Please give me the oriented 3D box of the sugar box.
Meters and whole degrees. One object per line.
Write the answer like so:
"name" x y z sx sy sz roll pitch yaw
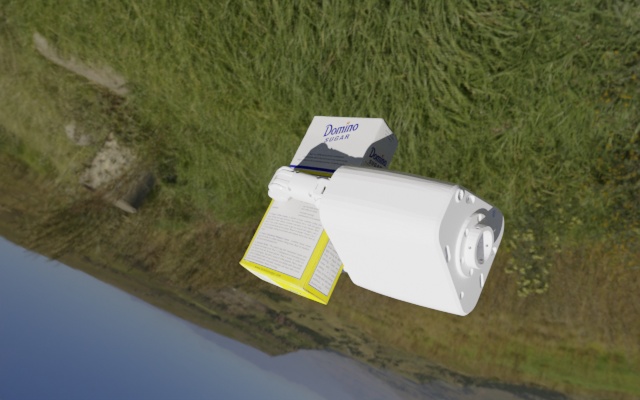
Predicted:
"sugar box" 0.000 0.002 0.464 0.093 0.176 0.048 12 -23 42
